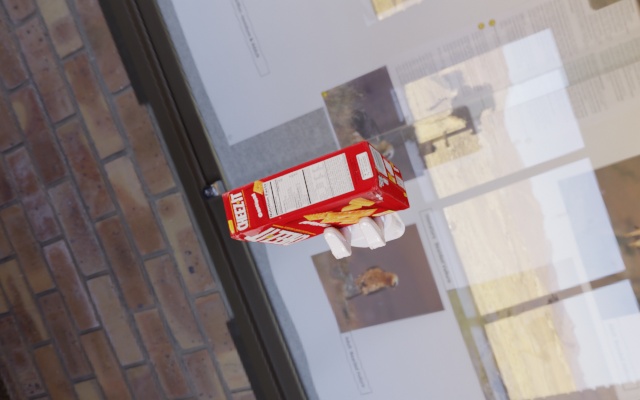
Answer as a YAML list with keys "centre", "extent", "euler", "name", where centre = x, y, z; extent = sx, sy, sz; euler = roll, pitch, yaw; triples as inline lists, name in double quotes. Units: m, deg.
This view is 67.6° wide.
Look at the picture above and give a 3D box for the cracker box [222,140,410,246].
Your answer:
- centre: [0.000, 0.002, 0.669]
  extent: [0.214, 0.072, 0.164]
  euler: [-19, -16, 19]
  name: "cracker box"
